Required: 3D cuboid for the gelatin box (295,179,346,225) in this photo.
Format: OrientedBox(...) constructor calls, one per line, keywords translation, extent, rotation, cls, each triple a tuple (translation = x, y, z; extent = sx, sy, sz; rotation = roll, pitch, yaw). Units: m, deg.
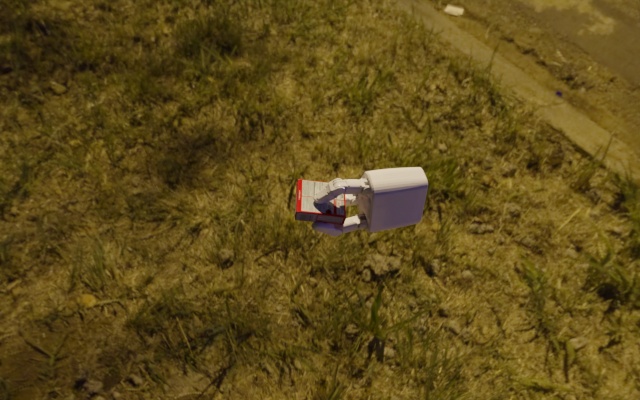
OrientedBox(translation=(0.000, 0.002, 0.851), extent=(0.089, 0.073, 0.030), rotation=(6, -36, -8), cls="gelatin box")
